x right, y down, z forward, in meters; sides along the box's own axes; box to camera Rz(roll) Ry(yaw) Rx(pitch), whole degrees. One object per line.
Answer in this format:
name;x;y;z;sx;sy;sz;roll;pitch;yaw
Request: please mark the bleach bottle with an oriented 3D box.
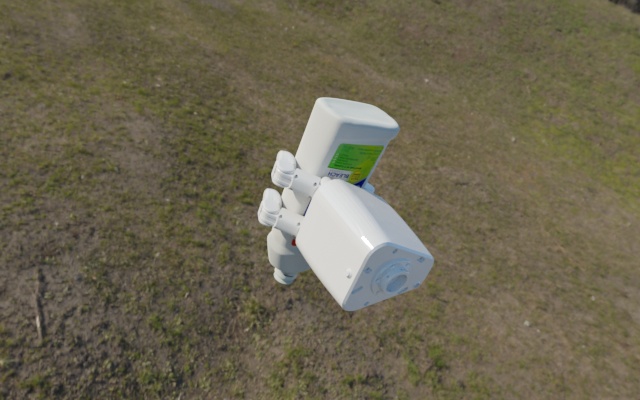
bleach bottle;0.000;0.002;0.593;0.102;0.251;0.068;1;35;-35
